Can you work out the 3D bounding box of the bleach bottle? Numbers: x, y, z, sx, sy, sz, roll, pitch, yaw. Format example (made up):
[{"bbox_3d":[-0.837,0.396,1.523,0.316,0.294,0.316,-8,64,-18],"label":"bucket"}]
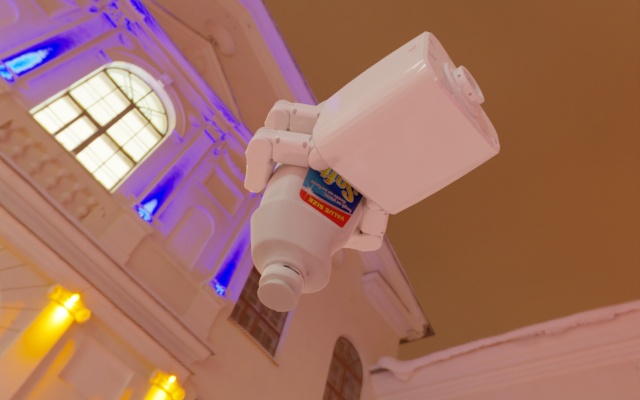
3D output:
[{"bbox_3d":[0.000,0.001,0.431,0.068,0.102,0.250,-31,23,30],"label":"bleach bottle"}]
